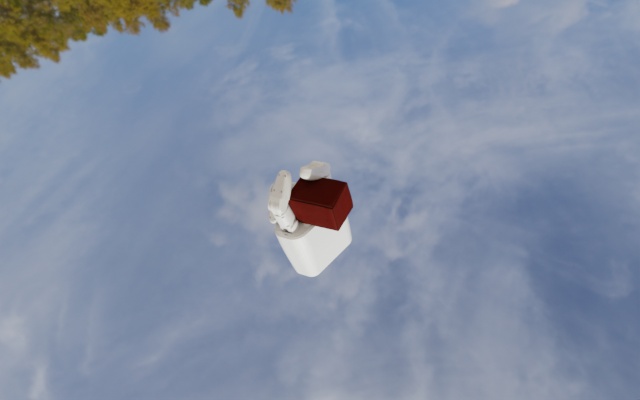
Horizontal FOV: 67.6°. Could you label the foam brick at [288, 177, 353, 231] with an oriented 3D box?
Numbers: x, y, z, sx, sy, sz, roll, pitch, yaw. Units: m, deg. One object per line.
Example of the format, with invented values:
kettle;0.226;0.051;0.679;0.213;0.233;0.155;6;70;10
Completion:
foam brick;0.000;0.002;0.690;0.078;0.053;0.051;12;-39;29
